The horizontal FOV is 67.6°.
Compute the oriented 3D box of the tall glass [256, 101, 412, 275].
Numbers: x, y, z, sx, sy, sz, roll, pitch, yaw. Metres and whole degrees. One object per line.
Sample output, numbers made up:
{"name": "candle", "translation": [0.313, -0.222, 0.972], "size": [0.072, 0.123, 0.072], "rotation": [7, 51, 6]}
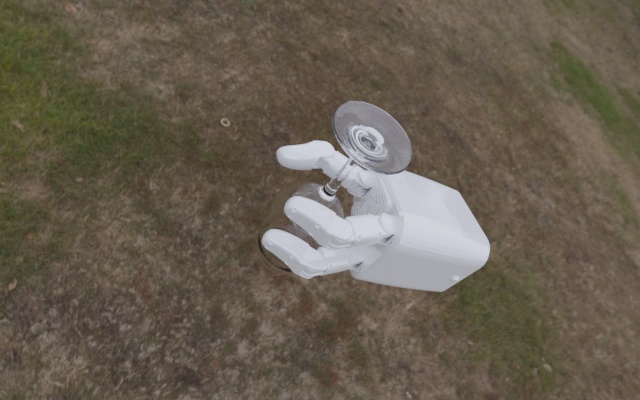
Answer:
{"name": "tall glass", "translation": [0.000, 0.001, 0.454], "size": [0.079, 0.079, 0.201], "rotation": [0, -32, -31]}
